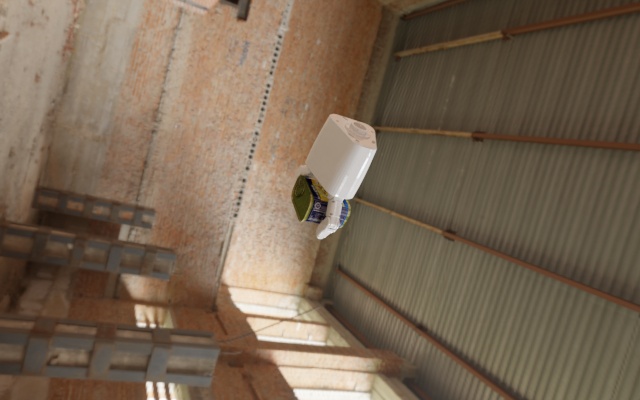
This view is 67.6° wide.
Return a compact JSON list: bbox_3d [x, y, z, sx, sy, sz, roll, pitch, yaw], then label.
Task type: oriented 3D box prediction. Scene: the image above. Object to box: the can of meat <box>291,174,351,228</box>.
[{"bbox_3d":[0.000,0.003,0.890,0.084,0.057,0.102,13,28,-24],"label":"can of meat"}]
